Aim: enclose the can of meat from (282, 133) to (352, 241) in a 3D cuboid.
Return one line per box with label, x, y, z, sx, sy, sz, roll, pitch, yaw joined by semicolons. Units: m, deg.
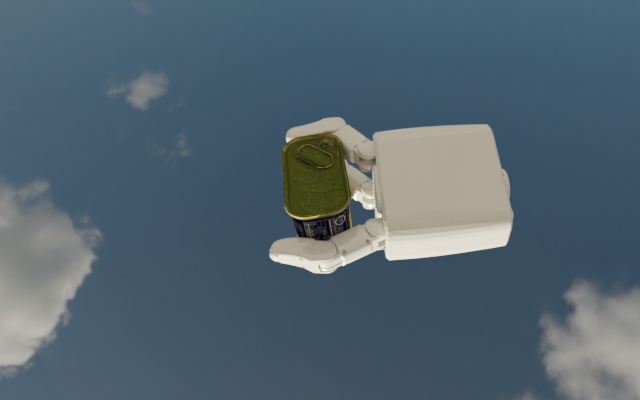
can of meat;0.000;0.002;0.454;0.057;0.102;0.084;-9;-42;2
